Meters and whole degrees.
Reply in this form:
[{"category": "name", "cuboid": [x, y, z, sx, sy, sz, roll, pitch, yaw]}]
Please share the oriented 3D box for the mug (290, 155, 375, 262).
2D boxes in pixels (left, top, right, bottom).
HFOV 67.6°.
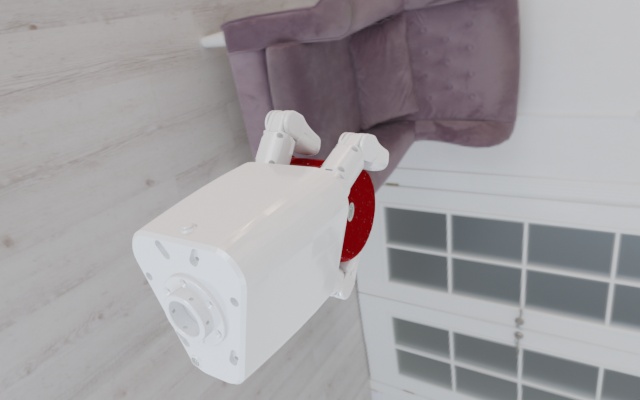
[{"category": "mug", "cuboid": [0.001, 0.001, 0.413, 0.081, 0.093, 0.117, 8, 27, 33]}]
